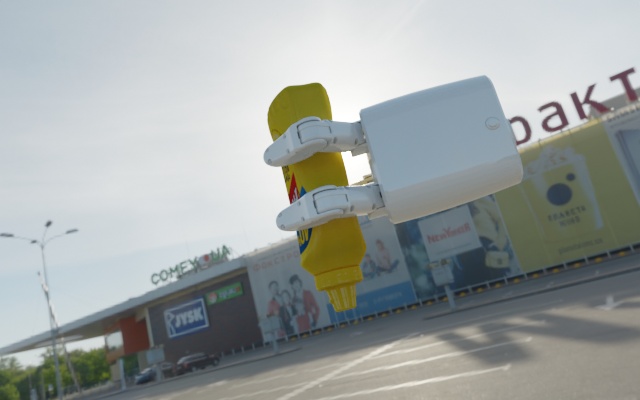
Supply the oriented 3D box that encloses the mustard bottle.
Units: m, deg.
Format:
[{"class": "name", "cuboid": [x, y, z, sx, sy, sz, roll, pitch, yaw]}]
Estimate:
[{"class": "mustard bottle", "cuboid": [0.000, 0.001, 0.423, 0.058, 0.191, 0.096, -11, -14, -15]}]
